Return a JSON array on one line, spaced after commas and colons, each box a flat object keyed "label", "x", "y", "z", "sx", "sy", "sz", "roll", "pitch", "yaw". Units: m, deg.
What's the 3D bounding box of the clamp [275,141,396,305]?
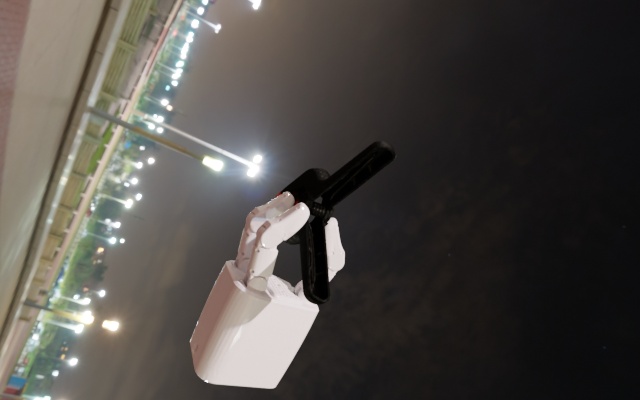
[{"label": "clamp", "x": 0.000, "y": 0.002, "z": 0.523, "sx": 0.036, "sy": 0.164, "sz": 0.210, "roll": 28, "pitch": 2, "yaw": -23}]
